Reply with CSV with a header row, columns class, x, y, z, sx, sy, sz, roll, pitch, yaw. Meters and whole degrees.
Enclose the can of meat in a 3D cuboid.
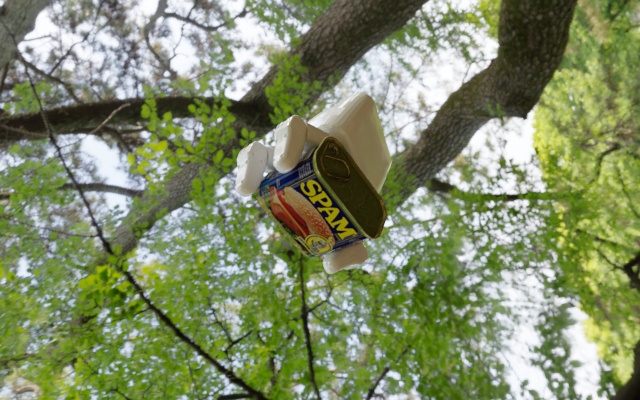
class,x,y,z,sx,sy,sz,roll,pitch,yaw
can of meat,0.000,0.002,0.463,0.084,0.102,0.057,-24,24,36
